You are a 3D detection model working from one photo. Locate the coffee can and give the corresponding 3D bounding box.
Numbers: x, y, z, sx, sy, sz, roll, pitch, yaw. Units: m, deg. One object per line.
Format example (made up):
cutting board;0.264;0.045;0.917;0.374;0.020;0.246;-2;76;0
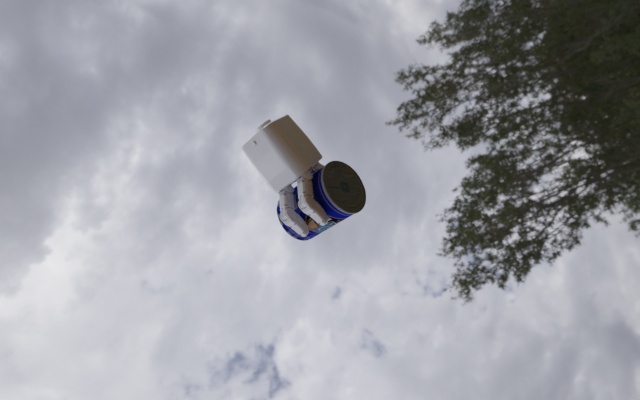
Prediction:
coffee can;0.000;0.003;0.886;0.103;0.102;0.140;0;-24;-44
